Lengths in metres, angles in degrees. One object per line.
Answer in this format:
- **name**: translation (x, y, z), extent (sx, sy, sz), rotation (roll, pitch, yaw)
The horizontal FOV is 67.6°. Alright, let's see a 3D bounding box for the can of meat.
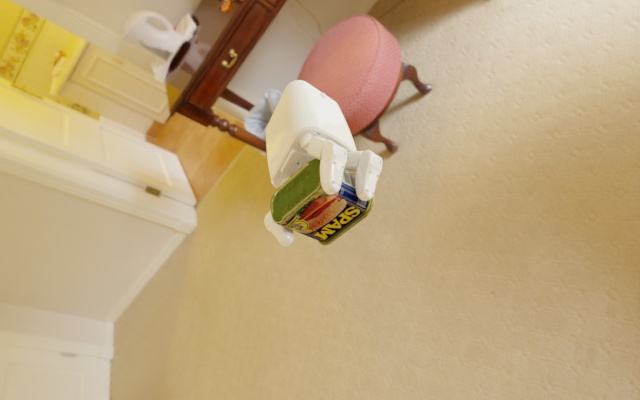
- **can of meat**: translation (0.000, 0.002, 0.589), extent (0.084, 0.057, 0.102), rotation (25, -51, -36)
